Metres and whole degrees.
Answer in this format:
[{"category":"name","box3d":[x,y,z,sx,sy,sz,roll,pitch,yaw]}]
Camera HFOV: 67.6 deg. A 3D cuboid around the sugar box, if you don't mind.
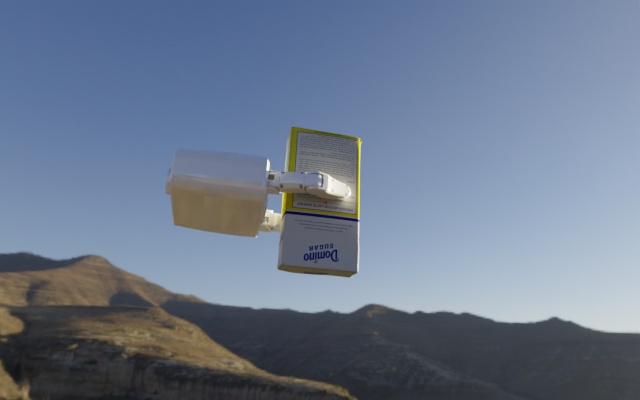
[{"category":"sugar box","box3d":[0.000,0.002,0.587,0.093,0.176,0.048,8,-18,-11]}]
